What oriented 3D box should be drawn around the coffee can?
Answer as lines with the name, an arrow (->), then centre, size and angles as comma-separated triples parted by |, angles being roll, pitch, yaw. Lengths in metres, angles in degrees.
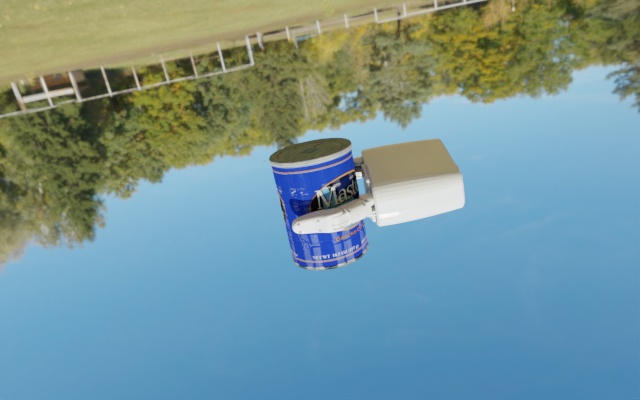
coffee can -> 0.000, 0.002, 0.605 | 0.103, 0.140, 0.102 | -10, 19, 4
